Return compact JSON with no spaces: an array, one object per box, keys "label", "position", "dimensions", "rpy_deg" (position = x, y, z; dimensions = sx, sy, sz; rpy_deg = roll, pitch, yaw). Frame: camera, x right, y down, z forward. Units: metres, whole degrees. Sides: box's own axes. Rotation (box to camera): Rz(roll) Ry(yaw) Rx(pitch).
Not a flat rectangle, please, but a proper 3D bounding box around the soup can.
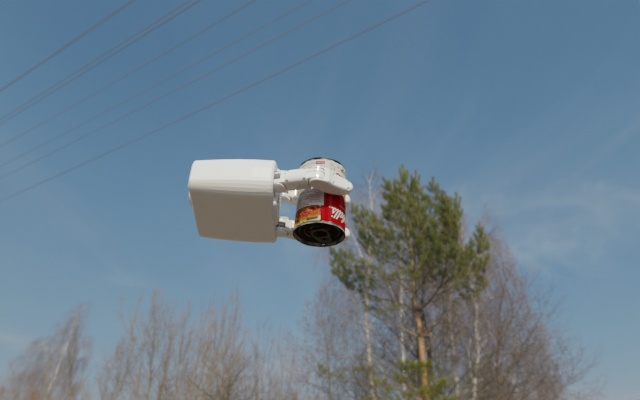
[{"label":"soup can","position":[0.001,0.002,0.638],"dimensions":[0.068,0.102,0.068],"rpy_deg":[2,-32,1]}]
